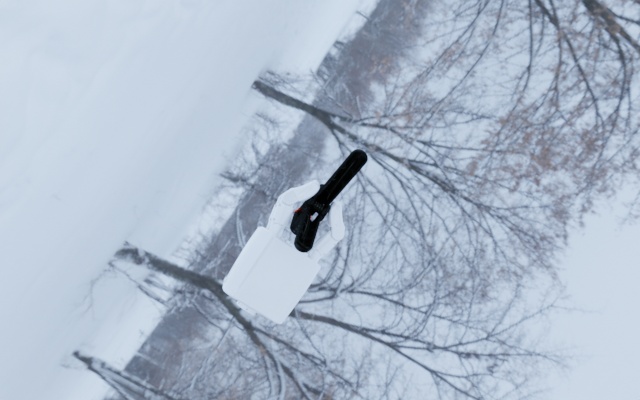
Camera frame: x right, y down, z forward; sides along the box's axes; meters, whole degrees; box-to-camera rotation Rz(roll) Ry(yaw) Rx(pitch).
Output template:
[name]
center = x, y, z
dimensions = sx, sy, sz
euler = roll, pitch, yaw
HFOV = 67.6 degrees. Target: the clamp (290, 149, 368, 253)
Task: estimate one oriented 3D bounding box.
[clamp]
center = 0.001, 0.003, 0.726
dimensions = 0.036, 0.164, 0.210
euler = 36, -8, -7
